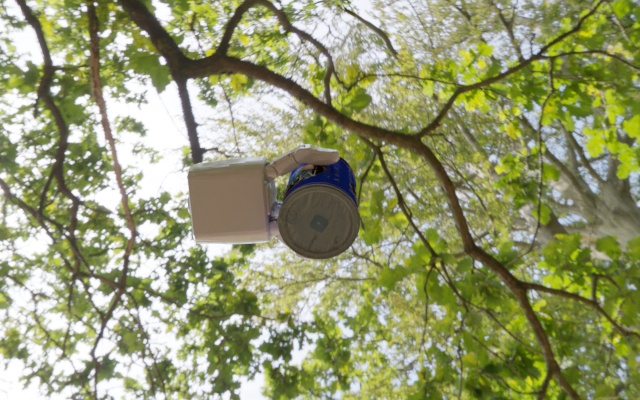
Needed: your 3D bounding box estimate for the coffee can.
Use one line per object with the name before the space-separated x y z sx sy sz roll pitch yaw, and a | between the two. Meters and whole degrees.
coffee can | 0.000 0.002 0.655 0.103 0.103 0.140 0 23 2
